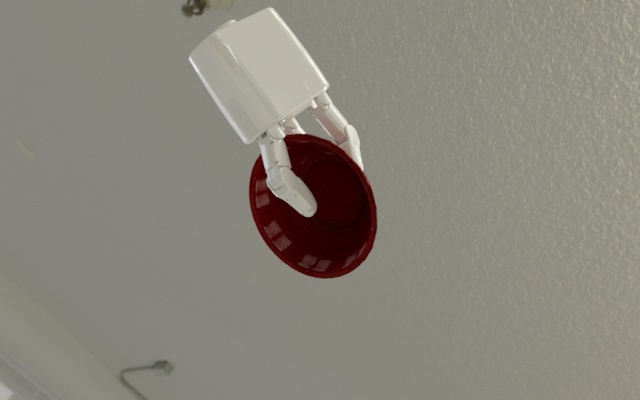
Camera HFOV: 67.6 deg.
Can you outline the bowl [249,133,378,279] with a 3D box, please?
[{"bbox_3d":[0.001,0.003,0.527,0.162,0.162,0.055,0,17,33],"label":"bowl"}]
